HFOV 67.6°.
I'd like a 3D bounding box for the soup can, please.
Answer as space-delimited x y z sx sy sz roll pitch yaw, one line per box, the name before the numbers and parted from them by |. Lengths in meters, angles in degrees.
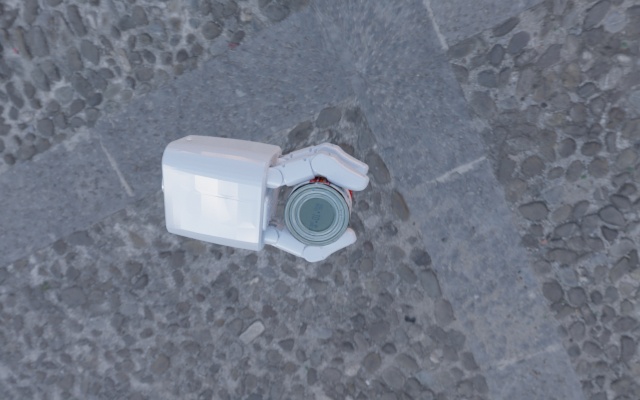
soup can | 0.001 0.002 0.515 0.068 0.068 0.102 0 15 5
